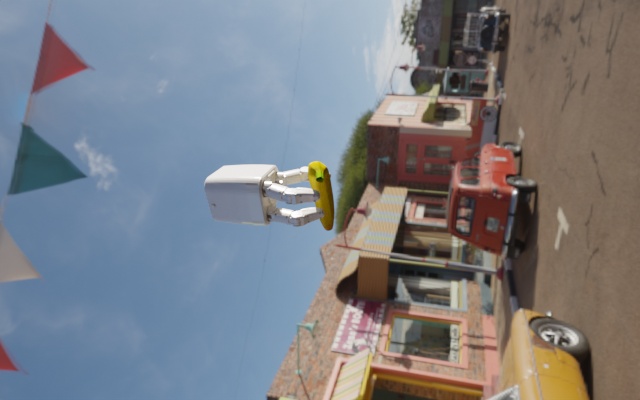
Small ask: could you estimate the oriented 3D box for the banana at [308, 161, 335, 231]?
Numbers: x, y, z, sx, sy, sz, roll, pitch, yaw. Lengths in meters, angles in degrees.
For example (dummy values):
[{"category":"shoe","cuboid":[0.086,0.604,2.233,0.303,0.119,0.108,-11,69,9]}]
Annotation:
[{"category":"banana","cuboid":[0.001,-0.015,0.860,0.037,0.069,0.198,-1,-29,8]}]
